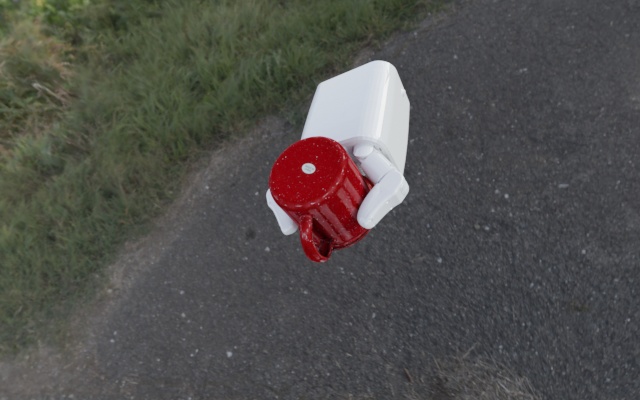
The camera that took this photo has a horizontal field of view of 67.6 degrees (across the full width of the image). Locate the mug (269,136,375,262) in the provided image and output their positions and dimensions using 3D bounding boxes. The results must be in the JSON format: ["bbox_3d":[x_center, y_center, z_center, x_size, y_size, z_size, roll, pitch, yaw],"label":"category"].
[{"bbox_3d":[0.000,0.003,0.463,0.093,0.117,0.081,-3,-29,26],"label":"mug"}]
